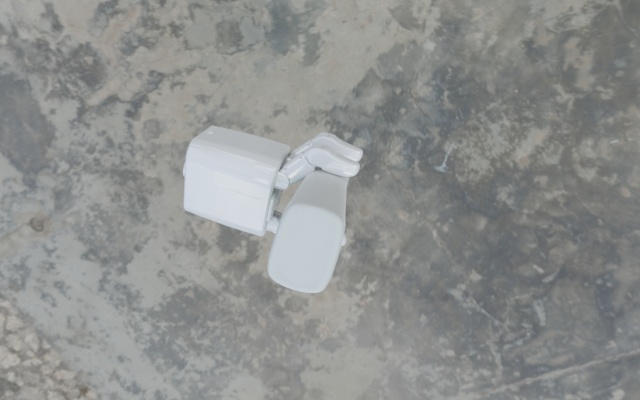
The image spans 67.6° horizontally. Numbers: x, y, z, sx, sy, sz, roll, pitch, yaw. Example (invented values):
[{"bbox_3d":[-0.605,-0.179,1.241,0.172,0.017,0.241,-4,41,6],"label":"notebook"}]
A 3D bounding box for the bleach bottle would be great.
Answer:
[{"bbox_3d":[0.000,0.002,0.585,0.068,0.103,0.250,18,23,0],"label":"bleach bottle"}]
